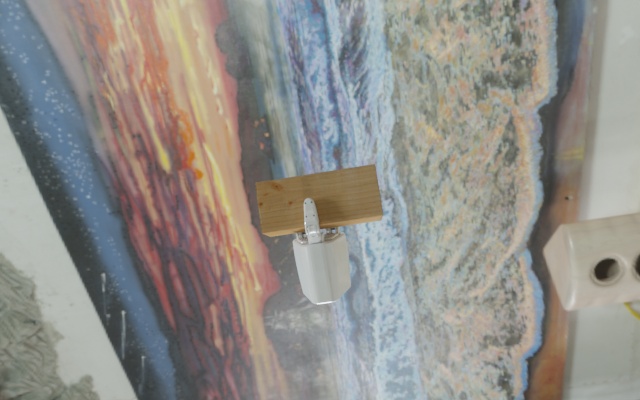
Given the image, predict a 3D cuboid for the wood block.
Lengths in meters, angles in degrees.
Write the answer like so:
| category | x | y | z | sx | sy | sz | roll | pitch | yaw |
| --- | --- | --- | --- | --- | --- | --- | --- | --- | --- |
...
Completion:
| category | x | y | z | sx | sy | sz | roll | pitch | yaw |
| --- | --- | --- | --- | --- | --- | --- | --- | --- | --- |
| wood block | 0.000 | 0.003 | 0.840 | 0.206 | 0.090 | 0.091 | -9 | -9 | 3 |
